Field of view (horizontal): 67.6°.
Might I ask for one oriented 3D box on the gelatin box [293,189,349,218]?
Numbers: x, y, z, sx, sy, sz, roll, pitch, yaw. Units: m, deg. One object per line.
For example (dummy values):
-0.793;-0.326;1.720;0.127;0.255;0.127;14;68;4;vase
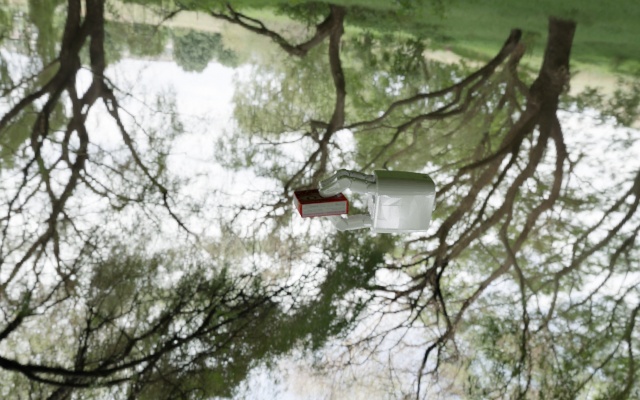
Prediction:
0.000;0.003;0.869;0.089;0.030;0.073;-5;20;-12;gelatin box
